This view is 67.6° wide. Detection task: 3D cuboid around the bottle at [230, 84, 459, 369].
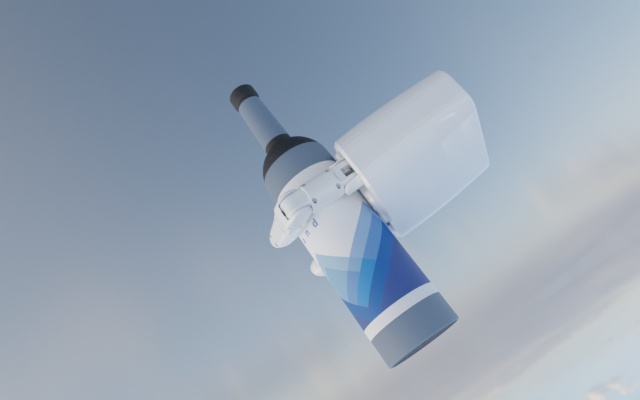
[{"bbox_3d":[0.000,0.002,0.424,0.069,0.295,0.069,-30,-24,-15],"label":"bottle"}]
